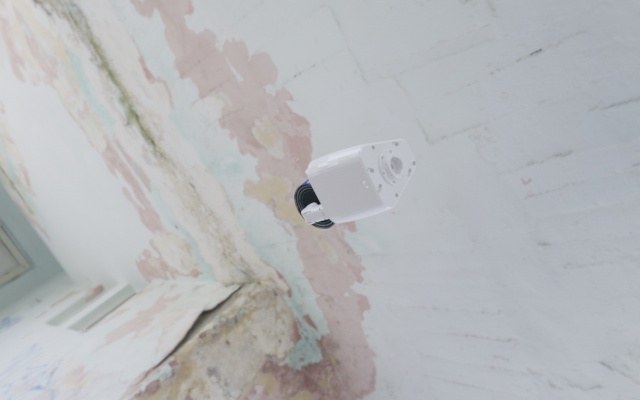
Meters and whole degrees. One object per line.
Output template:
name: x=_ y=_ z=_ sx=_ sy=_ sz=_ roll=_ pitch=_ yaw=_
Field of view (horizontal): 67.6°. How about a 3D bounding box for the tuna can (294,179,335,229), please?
tuna can: x=0.000 y=0.002 z=0.790 sx=0.086 sy=0.086 sz=0.033 roll=0 pitch=29 yaw=41
